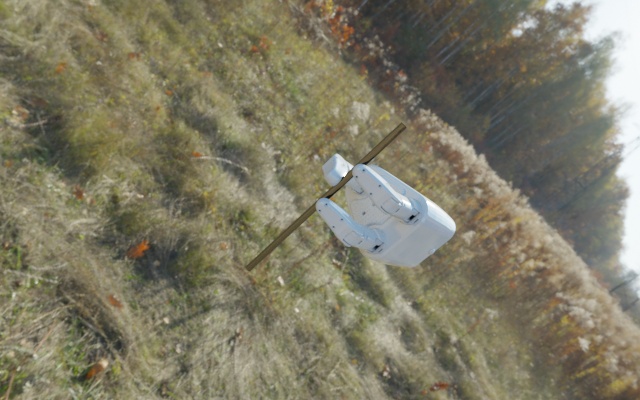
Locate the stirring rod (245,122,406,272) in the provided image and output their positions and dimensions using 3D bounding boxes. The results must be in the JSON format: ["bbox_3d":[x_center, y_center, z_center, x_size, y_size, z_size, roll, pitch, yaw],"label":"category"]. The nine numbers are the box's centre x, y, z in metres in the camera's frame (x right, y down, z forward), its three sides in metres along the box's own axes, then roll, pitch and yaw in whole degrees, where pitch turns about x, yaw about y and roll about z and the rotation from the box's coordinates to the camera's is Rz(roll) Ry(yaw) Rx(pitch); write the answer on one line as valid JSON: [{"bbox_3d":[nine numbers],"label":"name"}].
[{"bbox_3d":[0.000,0.002,0.518,0.239,0.011,0.011,-43,-16,18],"label":"stirring rod"}]
